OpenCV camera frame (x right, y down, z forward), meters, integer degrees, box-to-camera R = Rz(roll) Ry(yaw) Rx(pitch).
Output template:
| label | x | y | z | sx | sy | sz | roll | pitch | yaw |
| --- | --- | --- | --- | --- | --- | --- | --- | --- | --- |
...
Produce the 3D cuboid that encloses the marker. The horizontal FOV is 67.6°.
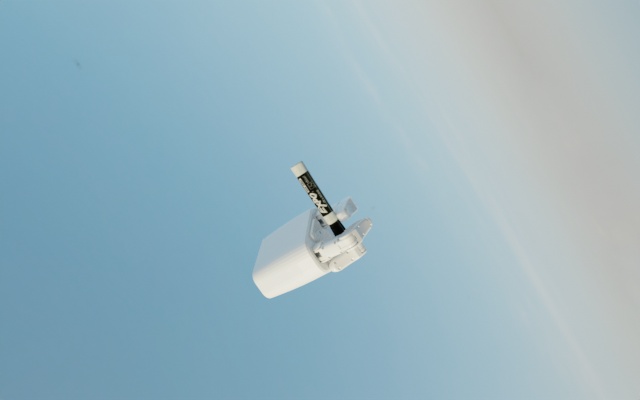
| label | x | y | z | sx | sy | sz | roll | pitch | yaw |
| --- | --- | --- | --- | --- | --- | --- | --- | --- | --- |
| marker | 0.000 | 0.002 | 0.643 | 0.020 | 0.121 | 0.020 | -32 | 7 | 4 |
